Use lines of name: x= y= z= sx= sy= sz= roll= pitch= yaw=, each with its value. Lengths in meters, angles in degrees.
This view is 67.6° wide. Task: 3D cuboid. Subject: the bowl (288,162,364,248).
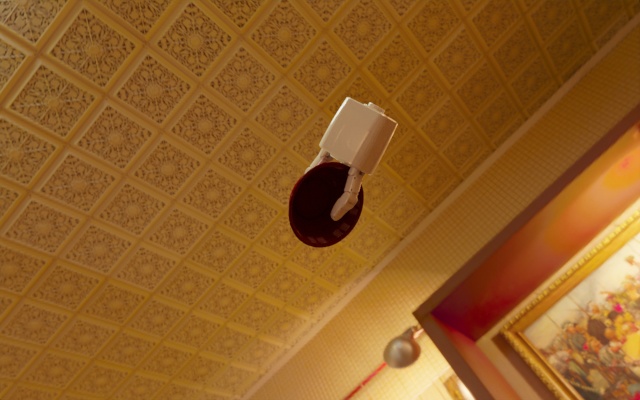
bowl: x=-0.001 y=0.004 z=0.882 sx=0.162 sy=0.162 sz=0.055 roll=0 pitch=15 yaw=-34
